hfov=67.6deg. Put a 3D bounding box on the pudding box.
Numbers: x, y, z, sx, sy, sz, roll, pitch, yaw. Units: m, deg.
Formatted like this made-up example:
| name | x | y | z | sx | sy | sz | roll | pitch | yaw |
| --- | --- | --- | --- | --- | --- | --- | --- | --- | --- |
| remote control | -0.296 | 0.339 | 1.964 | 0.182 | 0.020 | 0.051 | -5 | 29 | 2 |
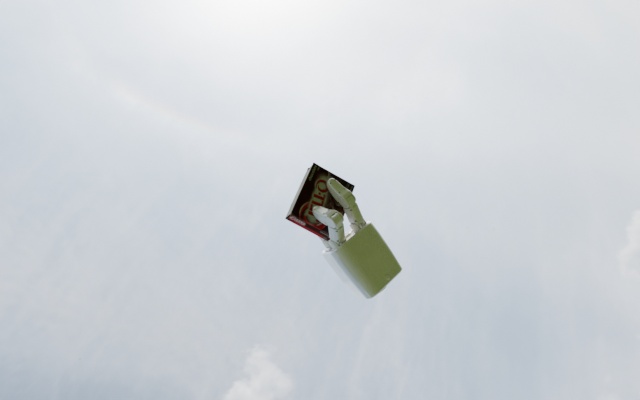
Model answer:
| name | x | y | z | sx | sy | sz | roll | pitch | yaw |
| --- | --- | --- | --- | --- | --- | --- | --- | --- | --- |
| pudding box | 0.000 | 0.003 | 0.851 | 0.090 | 0.113 | 0.039 | 29 | -28 | -14 |
